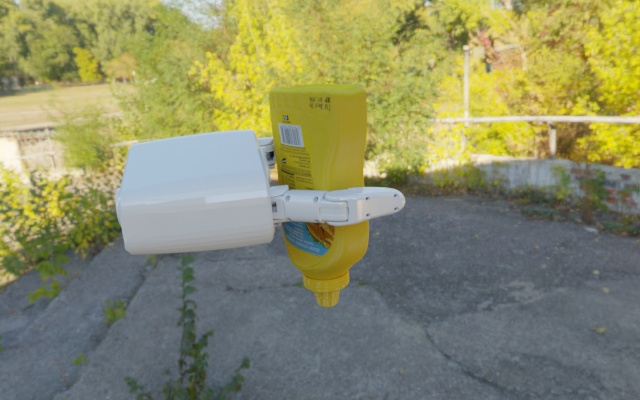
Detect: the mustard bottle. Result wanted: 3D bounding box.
[{"bbox_3d":[0.000,0.001,0.403,0.058,0.192,0.096,-15,20,-35],"label":"mustard bottle"}]
